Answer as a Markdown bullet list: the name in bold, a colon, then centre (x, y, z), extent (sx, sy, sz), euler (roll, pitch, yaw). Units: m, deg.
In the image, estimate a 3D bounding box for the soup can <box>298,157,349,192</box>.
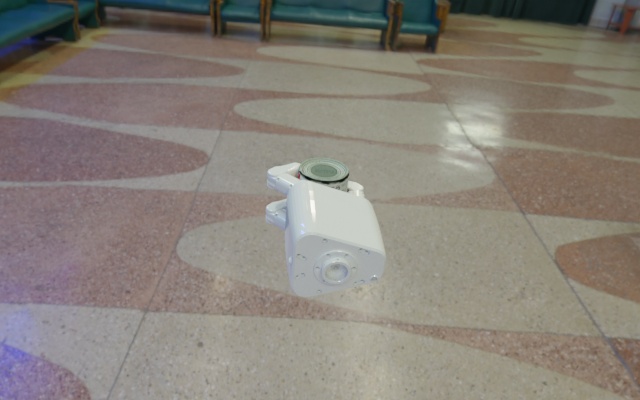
- **soup can**: centre (0.000, 0.002, 0.642), extent (0.068, 0.102, 0.068), euler (4, 31, -3)
